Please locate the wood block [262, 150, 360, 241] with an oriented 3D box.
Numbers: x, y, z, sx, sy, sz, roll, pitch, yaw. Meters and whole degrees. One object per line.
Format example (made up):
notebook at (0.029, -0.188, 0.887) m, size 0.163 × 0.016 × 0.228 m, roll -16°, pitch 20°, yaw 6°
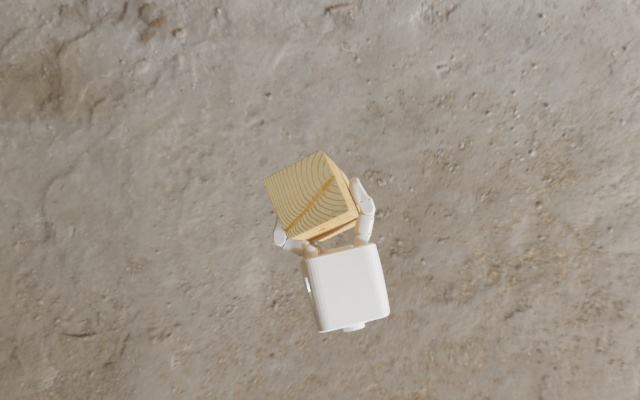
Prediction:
wood block at (0.001, 0.003, 0.711) m, size 0.091 × 0.090 × 0.206 m, roll -26°, pitch -10°, yaw 8°
